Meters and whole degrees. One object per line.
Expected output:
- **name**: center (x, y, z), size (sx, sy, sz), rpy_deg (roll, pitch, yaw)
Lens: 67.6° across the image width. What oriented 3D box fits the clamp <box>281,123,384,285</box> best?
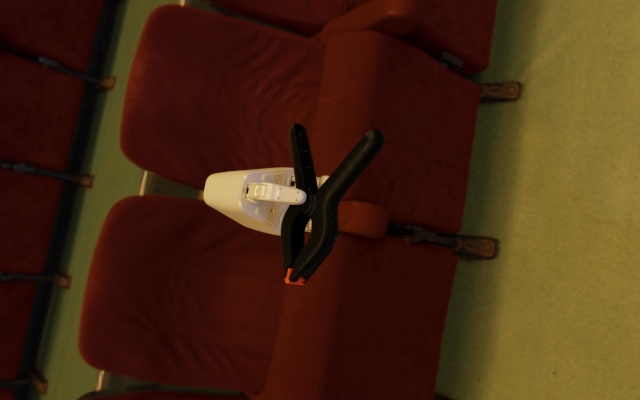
- **clamp**: center (-0.001, 0.002, 0.584), size (0.036, 0.210, 0.164), rpy_deg (14, -6, -39)
